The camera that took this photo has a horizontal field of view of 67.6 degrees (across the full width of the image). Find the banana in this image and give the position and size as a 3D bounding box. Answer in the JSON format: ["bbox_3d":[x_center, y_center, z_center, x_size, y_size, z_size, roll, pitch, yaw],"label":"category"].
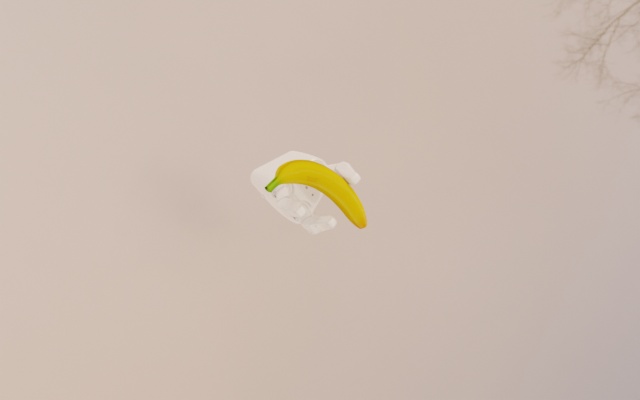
[{"bbox_3d":[0.004,-0.016,0.728,0.198,0.069,0.037,22,-3,-33],"label":"banana"}]
